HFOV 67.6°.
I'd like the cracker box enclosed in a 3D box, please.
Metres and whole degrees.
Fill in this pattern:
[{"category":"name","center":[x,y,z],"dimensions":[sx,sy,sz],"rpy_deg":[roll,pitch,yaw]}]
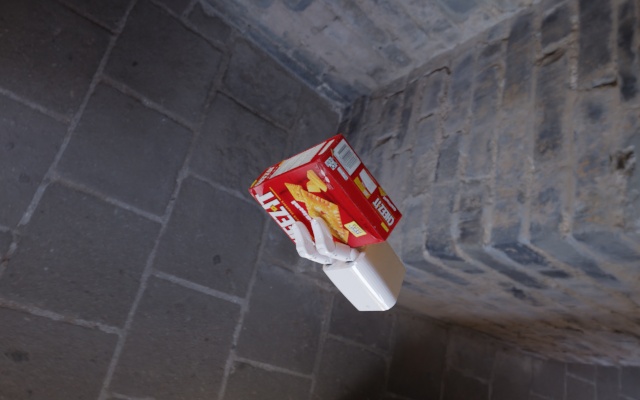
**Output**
[{"category":"cracker box","center":[0.000,0.002,0.778],"dimensions":[0.214,0.164,0.072],"rpy_deg":[-18,27,51]}]
